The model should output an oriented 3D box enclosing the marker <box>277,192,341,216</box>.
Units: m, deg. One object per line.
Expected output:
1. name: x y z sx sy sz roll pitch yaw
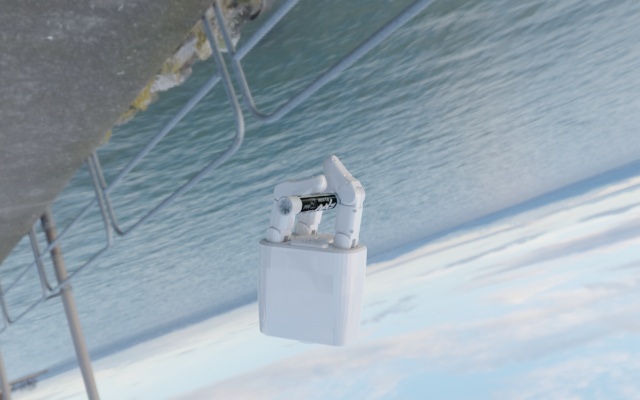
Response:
1. marker: 0.000 0.002 0.490 0.020 0.020 0.121 0 4 34
